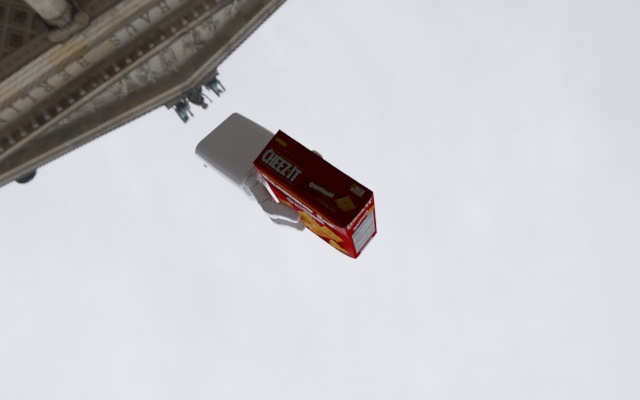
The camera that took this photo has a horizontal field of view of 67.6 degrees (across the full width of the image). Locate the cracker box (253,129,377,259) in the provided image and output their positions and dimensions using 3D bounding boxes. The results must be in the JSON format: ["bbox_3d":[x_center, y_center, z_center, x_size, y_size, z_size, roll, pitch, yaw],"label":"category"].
[{"bbox_3d":[0.000,0.002,0.731,0.164,0.072,0.214,35,-10,17],"label":"cracker box"}]
